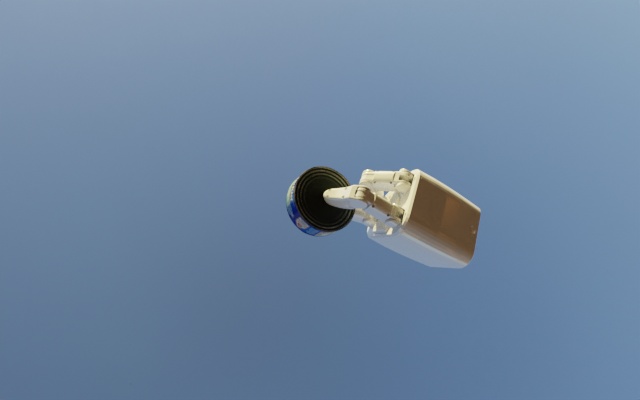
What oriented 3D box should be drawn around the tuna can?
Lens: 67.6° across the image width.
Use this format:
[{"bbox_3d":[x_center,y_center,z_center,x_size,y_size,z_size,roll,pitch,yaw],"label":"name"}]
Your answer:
[{"bbox_3d":[0.000,0.002,0.608,0.086,0.086,0.034,0,-17,-27],"label":"tuna can"}]
